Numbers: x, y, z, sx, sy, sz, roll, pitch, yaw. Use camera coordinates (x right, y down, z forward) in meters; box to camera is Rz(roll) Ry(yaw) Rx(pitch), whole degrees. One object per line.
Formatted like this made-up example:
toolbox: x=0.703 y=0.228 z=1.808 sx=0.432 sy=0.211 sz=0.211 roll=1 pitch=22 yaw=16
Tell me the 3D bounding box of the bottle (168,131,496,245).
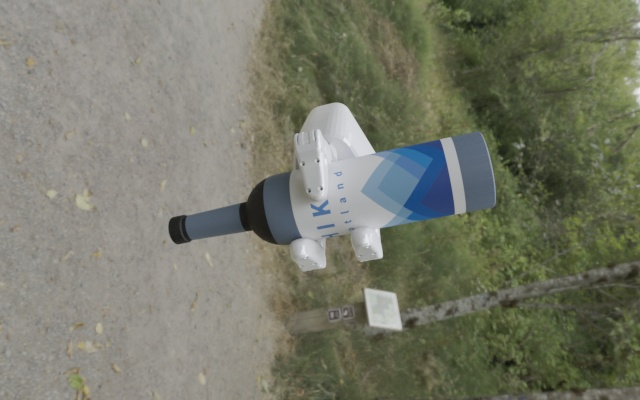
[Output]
bottle: x=0.000 y=0.001 z=0.436 sx=0.296 sy=0.069 sz=0.069 roll=-11 pitch=-2 yaw=11
